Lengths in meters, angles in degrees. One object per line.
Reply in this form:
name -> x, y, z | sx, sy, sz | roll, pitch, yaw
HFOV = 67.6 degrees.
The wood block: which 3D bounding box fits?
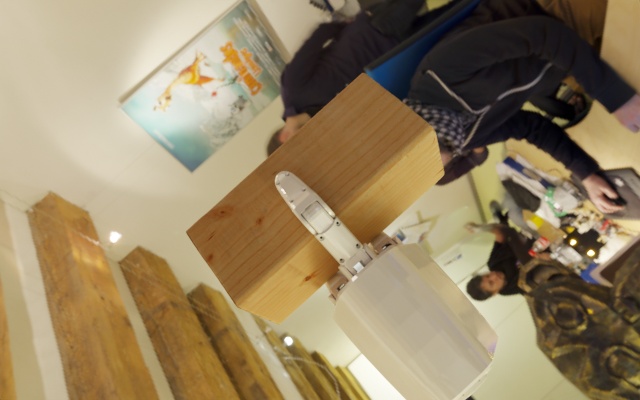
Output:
wood block -> 0.000, 0.002, 0.424 | 0.090, 0.206, 0.091 | 47, -2, 30
